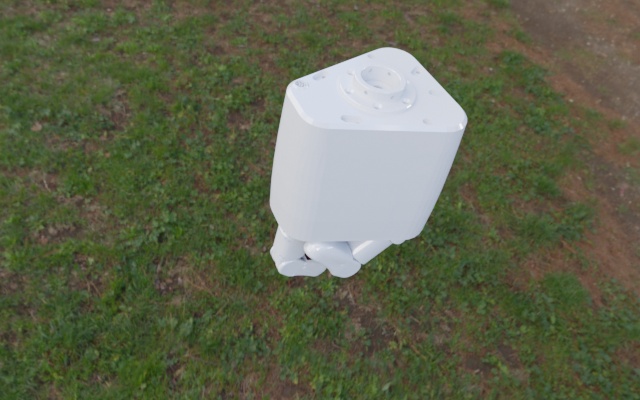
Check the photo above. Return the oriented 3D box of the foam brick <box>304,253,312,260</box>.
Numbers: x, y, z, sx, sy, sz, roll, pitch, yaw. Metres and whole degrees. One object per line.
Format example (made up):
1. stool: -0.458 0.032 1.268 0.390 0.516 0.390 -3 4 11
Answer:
1. foam brick: 0.000 0.001 0.409 0.053 0.078 0.051 -14 -37 -22
